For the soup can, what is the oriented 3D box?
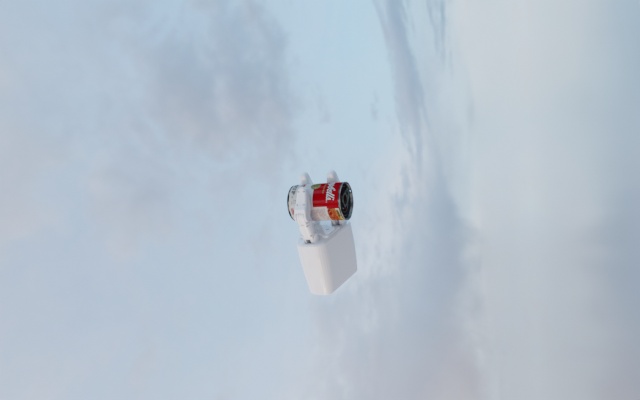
[{"bbox_3d":[0.000,0.002,0.851,0.102,0.068,0.068,-3,-1,24],"label":"soup can"}]
